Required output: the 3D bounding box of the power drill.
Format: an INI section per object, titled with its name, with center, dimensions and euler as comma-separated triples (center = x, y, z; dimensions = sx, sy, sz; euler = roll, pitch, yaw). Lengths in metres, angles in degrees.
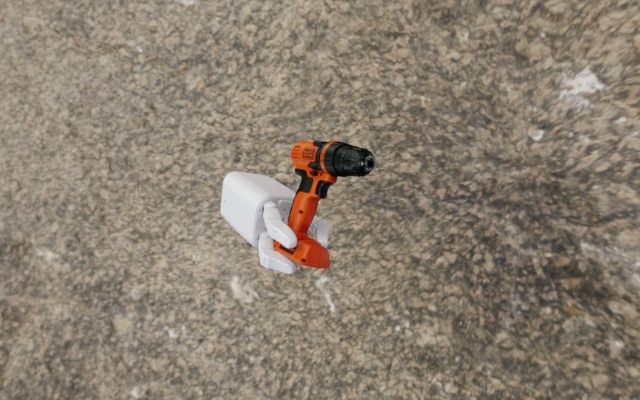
[power drill]
center = 0.000, 0.003, 0.716
dimensions = 0.057, 0.187, 0.184
euler = 15, 0, -33
